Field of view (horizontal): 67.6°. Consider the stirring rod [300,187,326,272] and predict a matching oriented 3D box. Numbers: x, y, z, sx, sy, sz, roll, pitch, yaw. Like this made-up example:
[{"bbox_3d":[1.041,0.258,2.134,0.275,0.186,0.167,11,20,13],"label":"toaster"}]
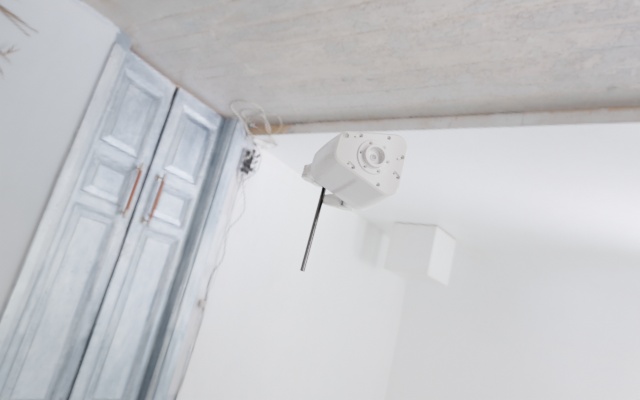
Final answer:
[{"bbox_3d":[0.000,0.003,0.809,0.011,0.239,0.011,14,-15,4],"label":"stirring rod"}]
